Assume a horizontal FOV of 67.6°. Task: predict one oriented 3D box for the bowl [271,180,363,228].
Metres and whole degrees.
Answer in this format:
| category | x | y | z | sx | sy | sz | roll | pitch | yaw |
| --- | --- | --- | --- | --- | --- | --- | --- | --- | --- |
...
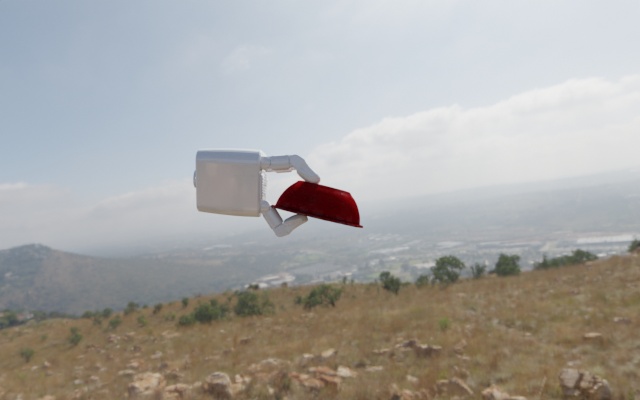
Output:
| category | x | y | z | sx | sy | sz | roll | pitch | yaw |
| --- | --- | --- | --- | --- | --- | --- | --- | --- | --- |
| bowl | 0.001 | 0.003 | 0.812 | 0.162 | 0.055 | 0.162 | 14 | -1 | 0 |
